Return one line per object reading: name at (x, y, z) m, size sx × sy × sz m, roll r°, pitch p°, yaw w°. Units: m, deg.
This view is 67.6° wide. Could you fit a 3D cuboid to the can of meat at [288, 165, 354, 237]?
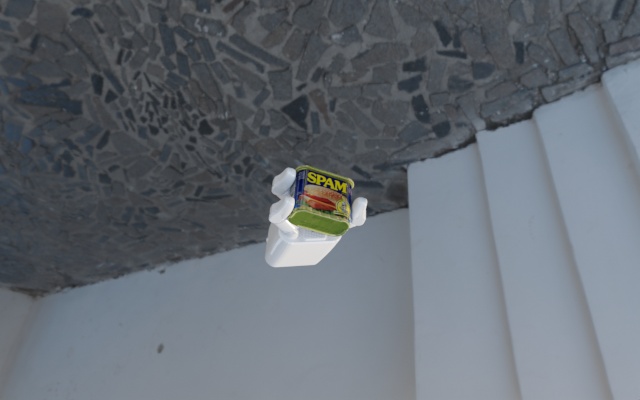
can of meat at (0.000, 0.003, 0.760) m, size 0.102 × 0.084 × 0.057 m, roll 17°, pitch -36°, yaw -17°
